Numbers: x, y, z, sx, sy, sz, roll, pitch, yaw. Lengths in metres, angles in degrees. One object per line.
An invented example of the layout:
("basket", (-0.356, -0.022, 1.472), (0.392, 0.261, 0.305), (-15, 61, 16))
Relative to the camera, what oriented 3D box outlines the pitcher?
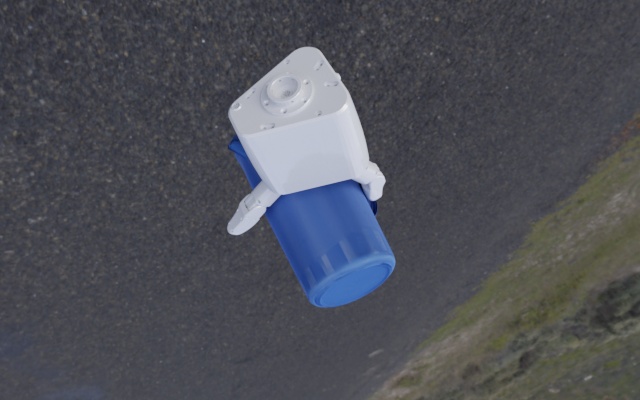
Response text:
("pitcher", (0.000, 0.002, 0.595), (0.149, 0.242, 0.145), (-26, -30, -1))
